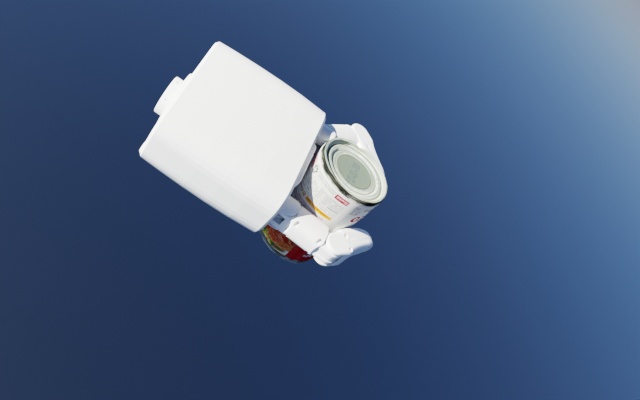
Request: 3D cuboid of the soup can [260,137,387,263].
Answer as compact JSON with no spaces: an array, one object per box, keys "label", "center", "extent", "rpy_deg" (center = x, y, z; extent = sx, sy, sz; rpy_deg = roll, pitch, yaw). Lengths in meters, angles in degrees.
[{"label":"soup can","center":[0.001,0.002,0.415],"extent":[0.068,0.068,0.102],"rpy_deg":[0,-32,-43]}]
